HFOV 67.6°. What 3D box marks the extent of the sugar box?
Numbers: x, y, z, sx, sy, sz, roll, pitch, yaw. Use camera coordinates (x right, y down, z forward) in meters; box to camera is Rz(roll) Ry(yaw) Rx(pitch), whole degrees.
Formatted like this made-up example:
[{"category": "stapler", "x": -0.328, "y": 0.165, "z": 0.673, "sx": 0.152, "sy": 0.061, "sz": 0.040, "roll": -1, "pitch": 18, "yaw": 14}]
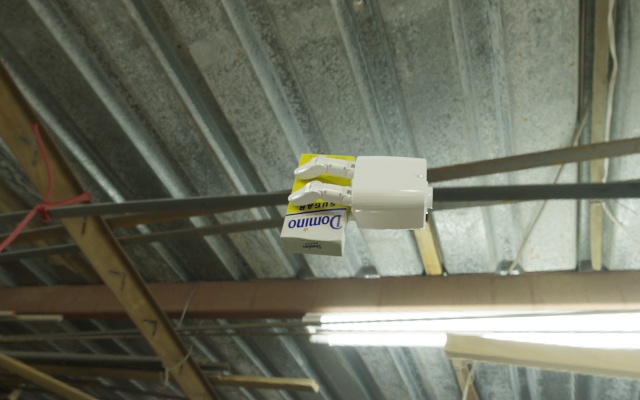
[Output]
[{"category": "sugar box", "x": 0.000, "y": 0.002, "z": 0.754, "sx": 0.093, "sy": 0.176, "sz": 0.048, "roll": 3, "pitch": -42, "yaw": 9}]
